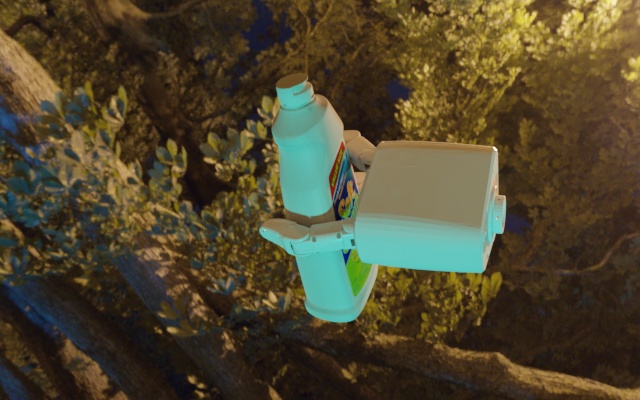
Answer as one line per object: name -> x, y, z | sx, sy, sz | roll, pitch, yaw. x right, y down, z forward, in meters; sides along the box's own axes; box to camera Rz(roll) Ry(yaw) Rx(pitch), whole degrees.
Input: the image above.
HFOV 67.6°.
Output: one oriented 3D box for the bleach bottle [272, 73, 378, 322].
bleach bottle -> 0.000, 0.002, 0.472 | 0.068, 0.251, 0.102 | 5, 41, 27
